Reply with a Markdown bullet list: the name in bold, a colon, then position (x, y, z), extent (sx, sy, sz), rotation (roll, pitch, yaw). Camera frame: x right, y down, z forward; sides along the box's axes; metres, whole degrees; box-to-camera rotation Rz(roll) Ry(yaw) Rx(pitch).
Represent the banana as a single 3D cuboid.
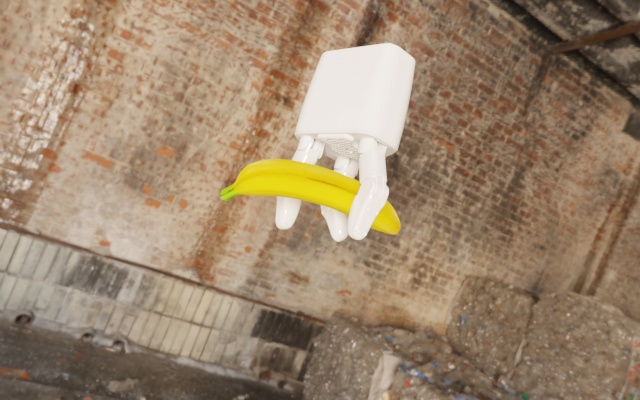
- **banana**: position (0.002, -0.006, 0.486), extent (0.198, 0.037, 0.070), rotation (14, -25, -12)
